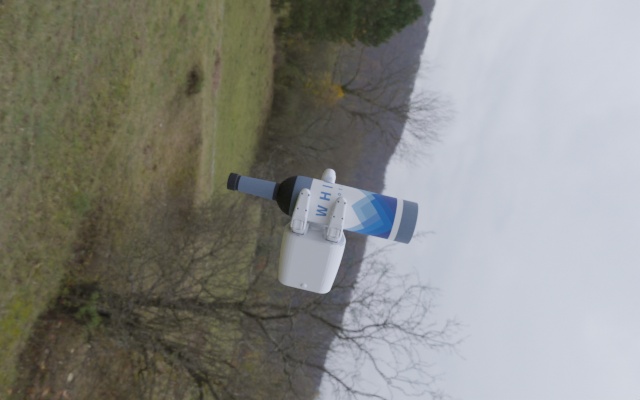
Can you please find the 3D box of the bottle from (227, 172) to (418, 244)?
[{"bbox_3d":[0.000,0.002,0.747,0.296,0.069,0.069,13,0,1],"label":"bottle"}]
